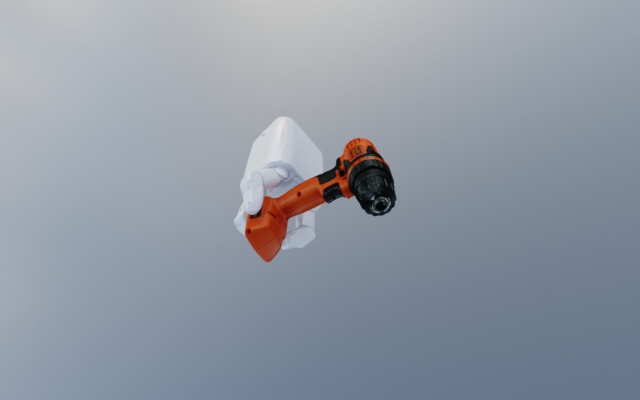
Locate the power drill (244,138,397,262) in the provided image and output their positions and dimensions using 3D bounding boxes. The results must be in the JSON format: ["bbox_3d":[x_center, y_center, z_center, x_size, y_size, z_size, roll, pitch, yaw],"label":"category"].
[{"bbox_3d":[0.000,0.002,0.586,0.187,0.057,0.184,-28,20,9],"label":"power drill"}]
